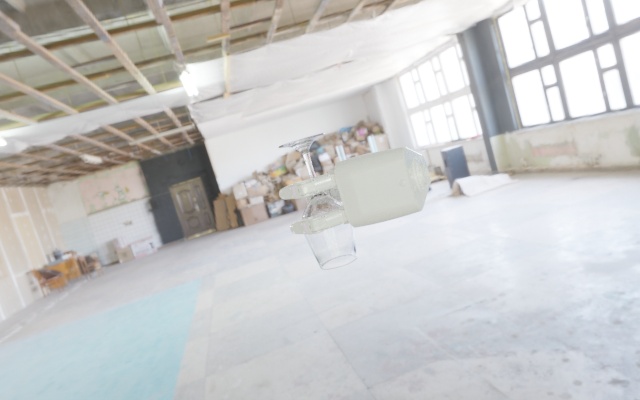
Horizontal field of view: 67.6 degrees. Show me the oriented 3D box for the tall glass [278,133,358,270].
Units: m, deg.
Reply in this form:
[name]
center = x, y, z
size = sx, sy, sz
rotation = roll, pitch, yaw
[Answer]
[tall glass]
center = 0.000, 0.002, 0.737
size = 0.079, 0.201, 0.079
rotation = -17, 6, 2
